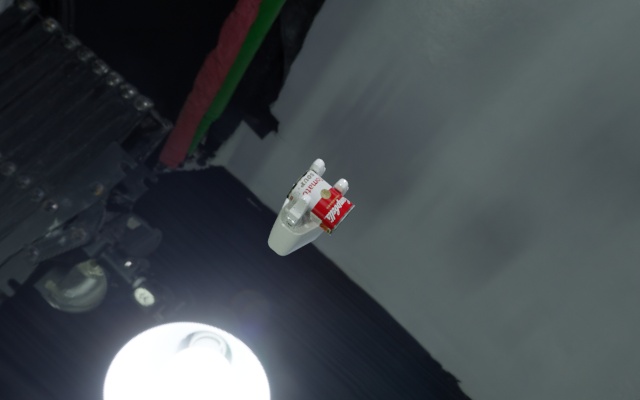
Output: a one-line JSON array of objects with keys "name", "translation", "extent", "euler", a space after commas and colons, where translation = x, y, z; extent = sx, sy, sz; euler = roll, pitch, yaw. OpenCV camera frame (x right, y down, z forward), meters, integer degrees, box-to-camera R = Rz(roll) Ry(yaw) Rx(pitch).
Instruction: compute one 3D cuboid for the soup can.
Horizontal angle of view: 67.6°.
[{"name": "soup can", "translation": [0.000, 0.002, 0.834], "extent": [0.102, 0.068, 0.068], "euler": [40, 4, 5]}]
